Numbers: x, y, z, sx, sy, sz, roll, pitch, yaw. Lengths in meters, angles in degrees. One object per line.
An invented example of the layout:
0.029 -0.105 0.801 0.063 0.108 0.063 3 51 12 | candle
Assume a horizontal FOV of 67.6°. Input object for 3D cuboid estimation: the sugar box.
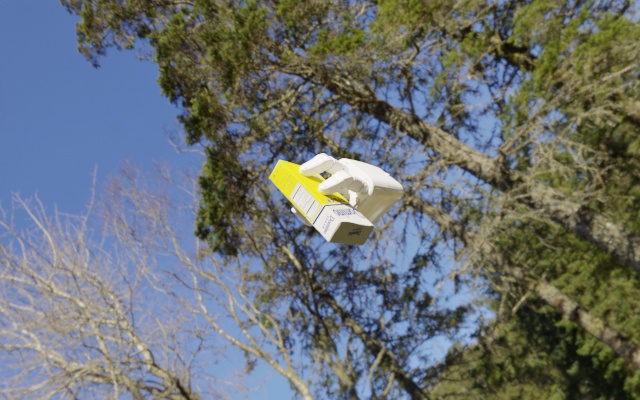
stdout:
0.000 0.002 0.785 0.093 0.048 0.176 10 25 -49 | sugar box
